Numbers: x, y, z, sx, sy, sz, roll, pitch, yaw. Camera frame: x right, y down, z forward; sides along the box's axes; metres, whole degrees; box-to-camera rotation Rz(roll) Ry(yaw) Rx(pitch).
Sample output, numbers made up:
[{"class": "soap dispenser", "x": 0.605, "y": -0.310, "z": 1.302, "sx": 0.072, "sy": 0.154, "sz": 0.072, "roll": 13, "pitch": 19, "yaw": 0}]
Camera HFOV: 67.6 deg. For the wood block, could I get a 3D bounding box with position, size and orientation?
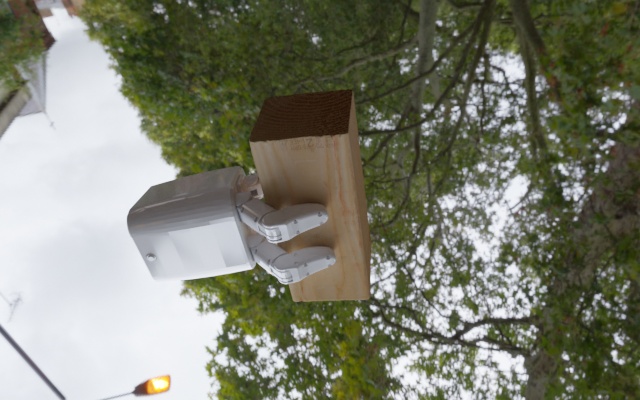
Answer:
[{"class": "wood block", "x": 0.000, "y": 0.002, "z": 0.497, "sx": 0.090, "sy": 0.206, "sz": 0.090, "roll": -4, "pitch": 37, "yaw": 9}]
